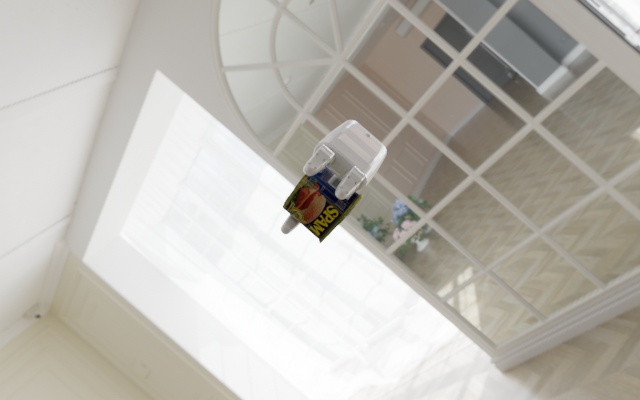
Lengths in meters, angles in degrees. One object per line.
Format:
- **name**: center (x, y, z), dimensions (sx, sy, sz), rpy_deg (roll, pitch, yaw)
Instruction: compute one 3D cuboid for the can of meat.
- **can of meat**: center (0.000, 0.002, 0.714), dimensions (0.057, 0.084, 0.102), rpy_deg (-48, -1, -45)
